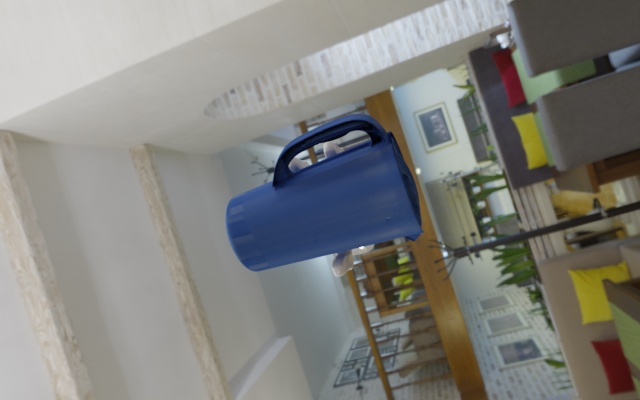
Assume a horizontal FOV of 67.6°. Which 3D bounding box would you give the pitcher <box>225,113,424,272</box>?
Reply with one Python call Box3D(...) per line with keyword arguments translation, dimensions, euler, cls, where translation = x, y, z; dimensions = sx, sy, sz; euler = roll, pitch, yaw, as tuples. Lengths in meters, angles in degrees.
Box3D(translation=(0.000, 0.002, 0.619), dimensions=(0.243, 0.149, 0.145), euler=(-18, -18, 14), cls="pitcher")
